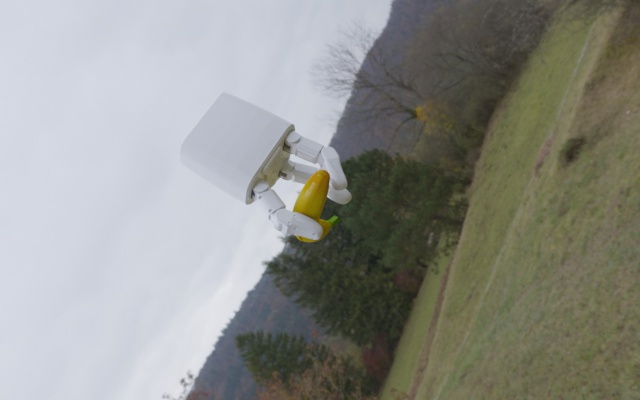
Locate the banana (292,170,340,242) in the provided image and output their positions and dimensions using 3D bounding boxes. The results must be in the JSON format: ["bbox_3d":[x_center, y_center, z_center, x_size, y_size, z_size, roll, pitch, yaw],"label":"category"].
[{"bbox_3d":[-0.010,0.018,0.625,0.037,0.069,0.198,33,-12,13],"label":"banana"}]
